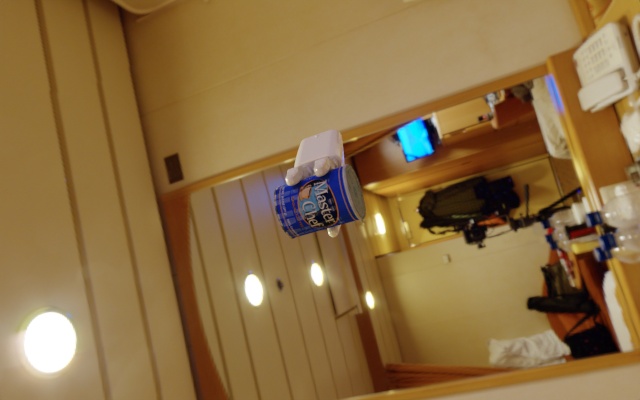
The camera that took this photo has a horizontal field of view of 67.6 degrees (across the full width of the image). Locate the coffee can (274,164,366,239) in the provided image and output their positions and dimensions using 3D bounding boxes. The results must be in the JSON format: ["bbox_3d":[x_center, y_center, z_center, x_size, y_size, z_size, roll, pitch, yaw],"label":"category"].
[{"bbox_3d":[0.000,0.003,0.873,0.140,0.103,0.103,-17,-5,16],"label":"coffee can"}]
